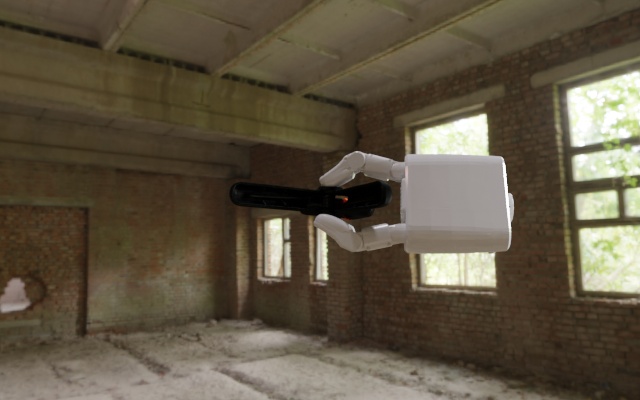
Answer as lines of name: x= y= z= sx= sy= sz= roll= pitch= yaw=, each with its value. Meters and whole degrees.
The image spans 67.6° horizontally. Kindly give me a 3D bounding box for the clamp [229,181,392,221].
clamp: x=0.000 y=0.001 z=0.552 sx=0.164 sy=0.036 sz=0.210 roll=2 pitch=-5 yaw=9
